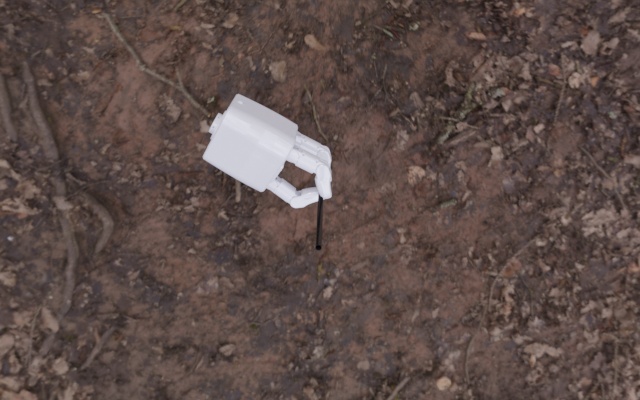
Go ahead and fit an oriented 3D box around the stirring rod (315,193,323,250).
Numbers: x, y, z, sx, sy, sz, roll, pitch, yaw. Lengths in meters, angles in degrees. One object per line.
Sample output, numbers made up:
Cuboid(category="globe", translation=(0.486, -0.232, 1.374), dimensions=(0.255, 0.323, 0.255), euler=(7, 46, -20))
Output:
Cuboid(category="stirring rod", translation=(0.000, 0.002, 0.714), dimensions=(0.011, 0.011, 0.239), euler=(0, 29, 1))
